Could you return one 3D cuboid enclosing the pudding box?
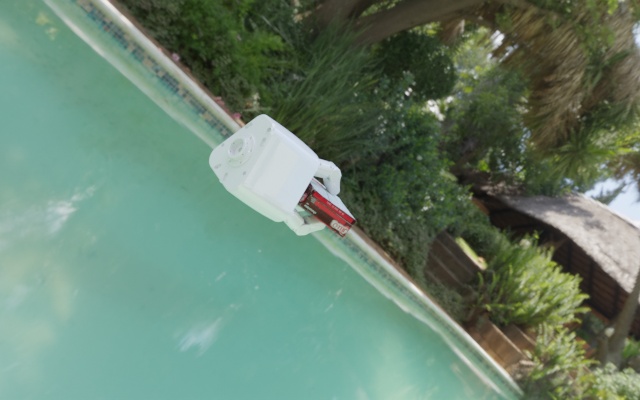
[{"bbox_3d":[0.000,0.002,0.749,0.090,0.039,0.113,38,9,-22],"label":"pudding box"}]
